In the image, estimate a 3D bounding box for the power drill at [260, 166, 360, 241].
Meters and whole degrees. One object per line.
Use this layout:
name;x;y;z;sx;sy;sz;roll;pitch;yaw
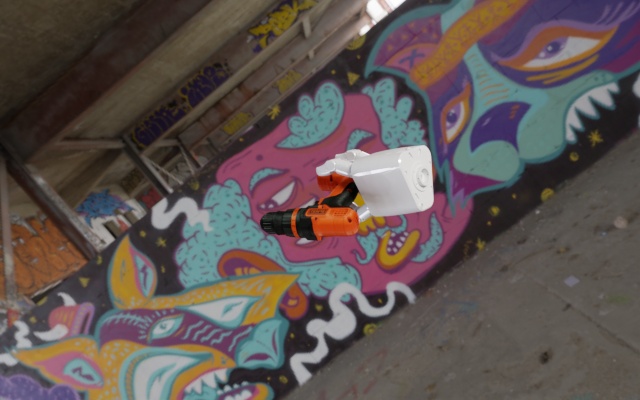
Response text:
power drill;0.001;0.003;0.878;0.184;0.057;0.187;0;35;24
